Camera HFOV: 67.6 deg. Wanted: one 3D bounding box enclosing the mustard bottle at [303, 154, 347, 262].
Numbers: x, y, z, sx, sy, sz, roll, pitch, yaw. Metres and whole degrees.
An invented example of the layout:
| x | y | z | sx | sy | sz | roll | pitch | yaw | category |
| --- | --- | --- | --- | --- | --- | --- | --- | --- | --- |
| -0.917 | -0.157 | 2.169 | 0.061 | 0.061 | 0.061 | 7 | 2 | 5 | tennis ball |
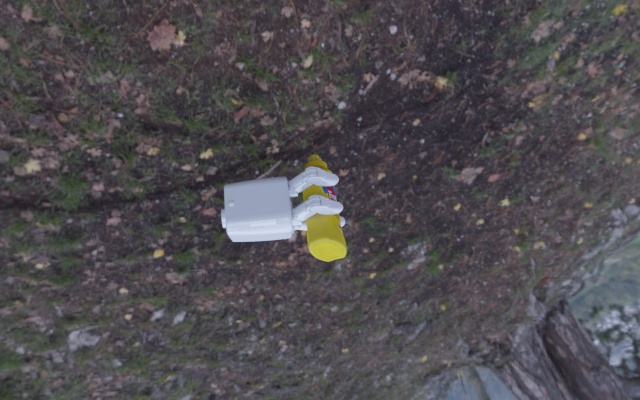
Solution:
| x | y | z | sx | sy | sz | roll | pitch | yaw | category |
| --- | --- | --- | --- | --- | --- | --- | --- | --- | --- |
| 0.000 | 0.003 | 0.828 | 0.058 | 0.191 | 0.096 | -18 | -30 | 15 | mustard bottle |
